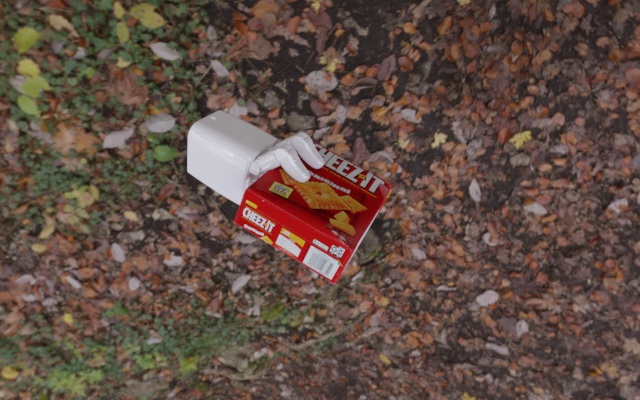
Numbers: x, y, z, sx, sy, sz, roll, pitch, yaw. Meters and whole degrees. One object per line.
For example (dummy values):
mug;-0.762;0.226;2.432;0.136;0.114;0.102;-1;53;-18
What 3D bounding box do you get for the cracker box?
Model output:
cracker box;0.000;0.003;0.707;0.164;0.072;0.213;30;34;7
